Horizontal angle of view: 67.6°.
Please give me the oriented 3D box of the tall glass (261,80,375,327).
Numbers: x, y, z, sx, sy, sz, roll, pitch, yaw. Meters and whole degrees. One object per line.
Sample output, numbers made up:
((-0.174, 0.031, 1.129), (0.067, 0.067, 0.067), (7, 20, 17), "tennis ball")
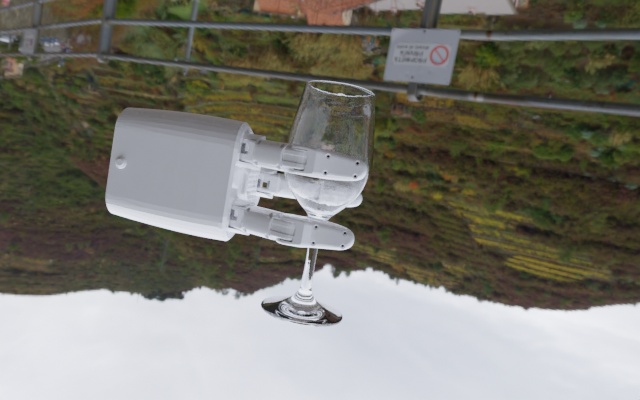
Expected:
((0.000, 0.002, 0.420), (0.079, 0.201, 0.079), (10, 4, -1), "tall glass")
